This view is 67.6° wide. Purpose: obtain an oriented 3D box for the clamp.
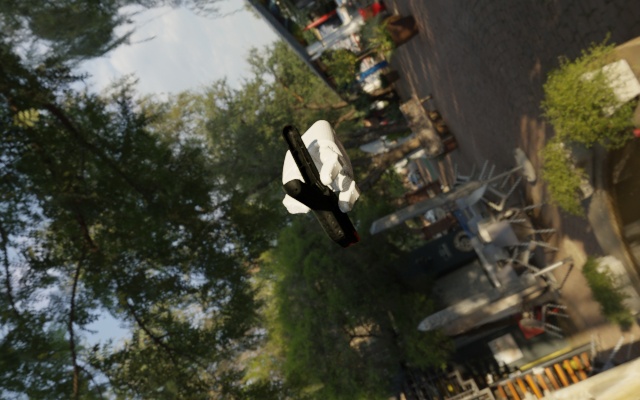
[{"bbox_3d":[0.000,0.003,0.704,0.036,0.210,0.164,-26,28,15],"label":"clamp"}]
